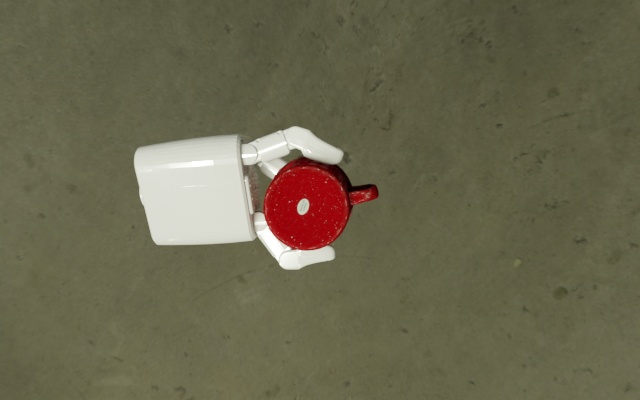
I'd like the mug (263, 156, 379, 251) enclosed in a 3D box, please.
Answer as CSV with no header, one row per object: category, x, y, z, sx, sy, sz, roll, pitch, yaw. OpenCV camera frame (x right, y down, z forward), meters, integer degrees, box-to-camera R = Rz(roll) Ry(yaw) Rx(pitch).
mug,0.002,0.001,0.477,0.117,0.093,0.081,-7,7,3
